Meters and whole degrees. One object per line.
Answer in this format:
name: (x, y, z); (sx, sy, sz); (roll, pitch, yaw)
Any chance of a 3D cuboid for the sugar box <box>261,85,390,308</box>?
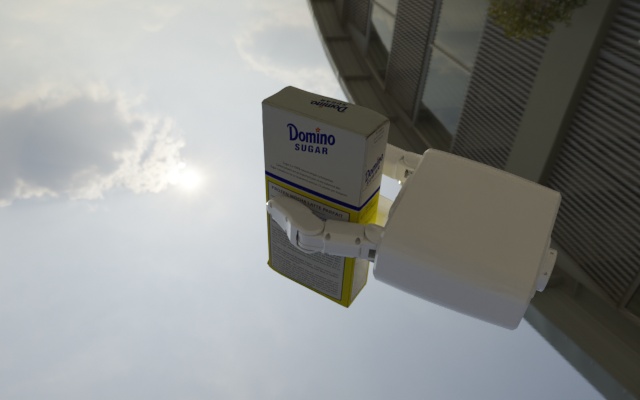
sugar box: (0.000, 0.001, 0.403); (0.093, 0.176, 0.048); (23, 39, 23)
